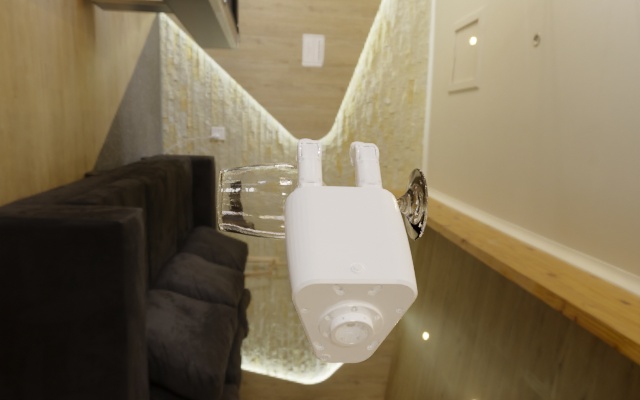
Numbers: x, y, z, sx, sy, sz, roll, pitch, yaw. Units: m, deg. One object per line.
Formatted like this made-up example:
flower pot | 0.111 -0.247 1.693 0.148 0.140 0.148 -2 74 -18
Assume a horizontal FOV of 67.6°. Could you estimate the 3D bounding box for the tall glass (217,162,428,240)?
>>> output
tall glass | 0.001 0.002 0.482 0.201 0.079 0.079 2 0 -6
